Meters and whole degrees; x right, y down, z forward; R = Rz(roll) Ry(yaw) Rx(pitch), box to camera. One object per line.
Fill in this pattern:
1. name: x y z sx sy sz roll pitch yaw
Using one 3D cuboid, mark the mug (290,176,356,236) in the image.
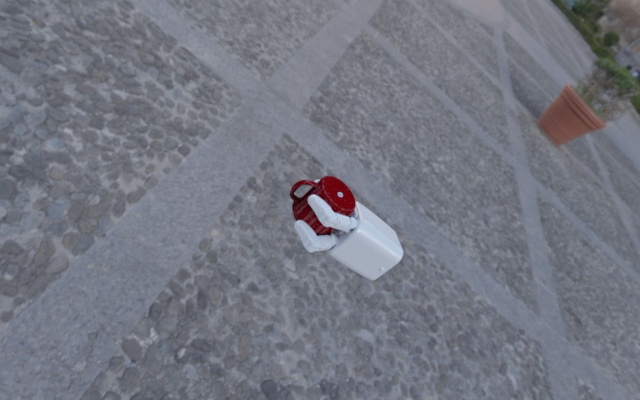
1. mug: -0.001 0.002 0.859 0.117 0.093 0.081 35 -56 -18
